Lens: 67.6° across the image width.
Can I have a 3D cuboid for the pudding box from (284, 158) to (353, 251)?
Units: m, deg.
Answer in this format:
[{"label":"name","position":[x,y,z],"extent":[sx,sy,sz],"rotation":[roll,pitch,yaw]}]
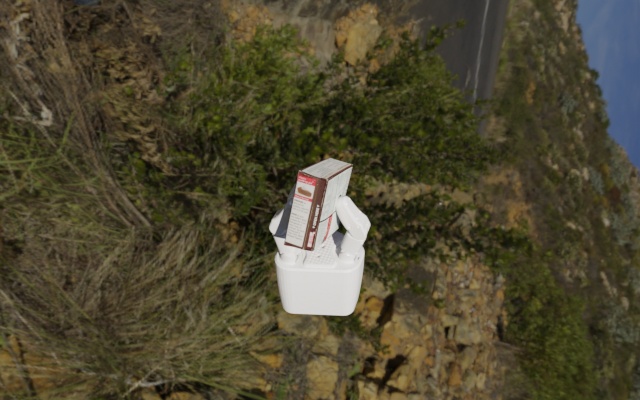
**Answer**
[{"label":"pudding box","position":[0.000,0.002,0.570],"extent":[0.039,0.090,0.113],"rotation":[15,16,13]}]
